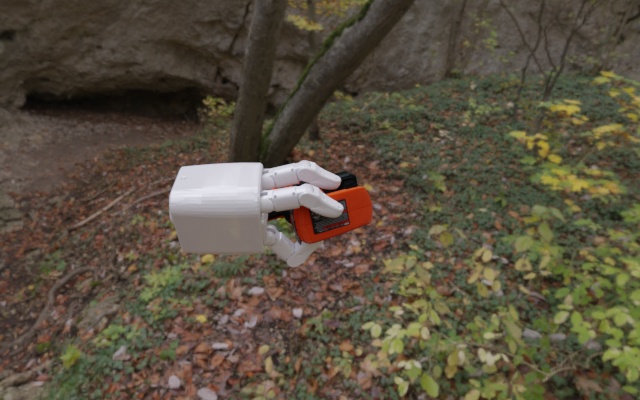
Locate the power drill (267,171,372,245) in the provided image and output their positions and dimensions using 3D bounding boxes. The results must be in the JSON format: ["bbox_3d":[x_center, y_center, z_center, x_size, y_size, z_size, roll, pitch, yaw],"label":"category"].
[{"bbox_3d":[0.000,0.002,0.691,0.184,0.057,0.187,-18,13,-18],"label":"power drill"}]
